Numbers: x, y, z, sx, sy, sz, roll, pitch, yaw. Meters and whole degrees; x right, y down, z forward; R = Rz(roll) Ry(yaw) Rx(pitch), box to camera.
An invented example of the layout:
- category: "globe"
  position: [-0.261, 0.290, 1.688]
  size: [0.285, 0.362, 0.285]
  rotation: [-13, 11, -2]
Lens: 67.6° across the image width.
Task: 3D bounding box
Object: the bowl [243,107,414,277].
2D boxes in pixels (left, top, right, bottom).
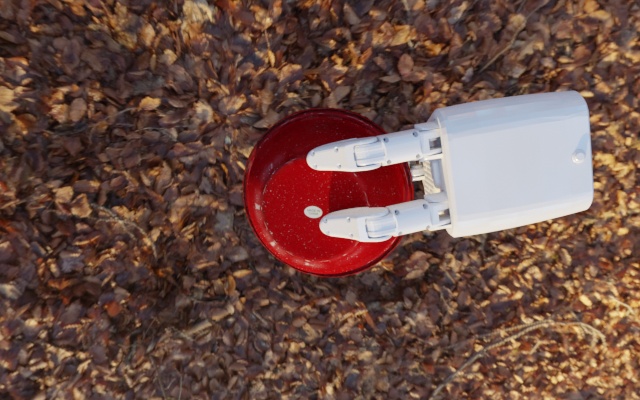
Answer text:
- category: "bowl"
  position: [-0.001, 0.002, 0.419]
  size: [0.162, 0.162, 0.055]
  rotation: [0, 14, 11]
